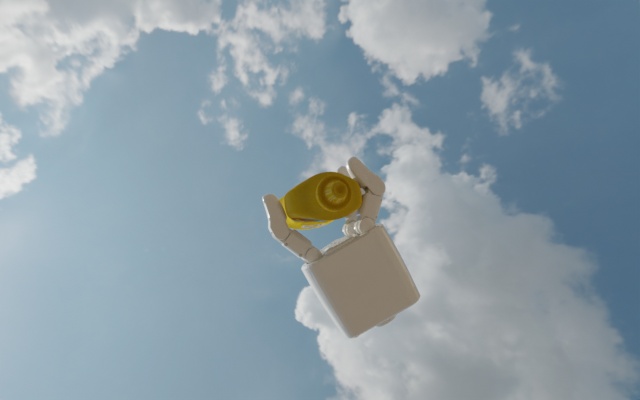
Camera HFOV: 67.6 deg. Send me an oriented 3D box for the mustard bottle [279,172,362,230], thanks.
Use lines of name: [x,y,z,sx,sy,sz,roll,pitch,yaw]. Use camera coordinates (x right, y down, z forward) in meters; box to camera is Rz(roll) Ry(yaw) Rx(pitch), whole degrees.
mustard bottle: [0.000,0.002,0.607,0.096,0.058,0.191,-5,-6,-13]
